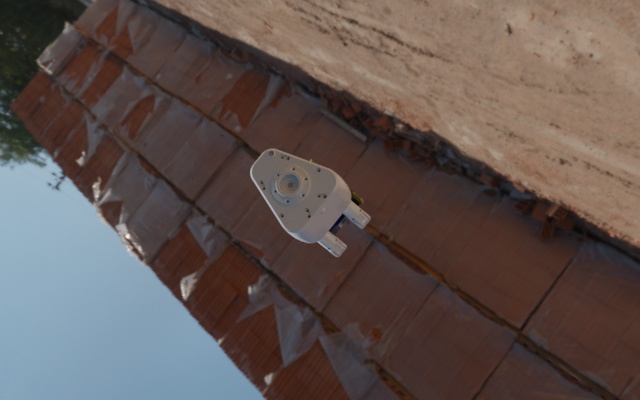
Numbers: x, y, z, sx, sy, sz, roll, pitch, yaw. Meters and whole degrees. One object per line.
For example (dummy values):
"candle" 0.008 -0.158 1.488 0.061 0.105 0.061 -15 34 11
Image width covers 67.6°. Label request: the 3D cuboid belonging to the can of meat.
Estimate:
"can of meat" 0.000 0.003 0.726 0.102 0.084 0.057 39 -1 11
